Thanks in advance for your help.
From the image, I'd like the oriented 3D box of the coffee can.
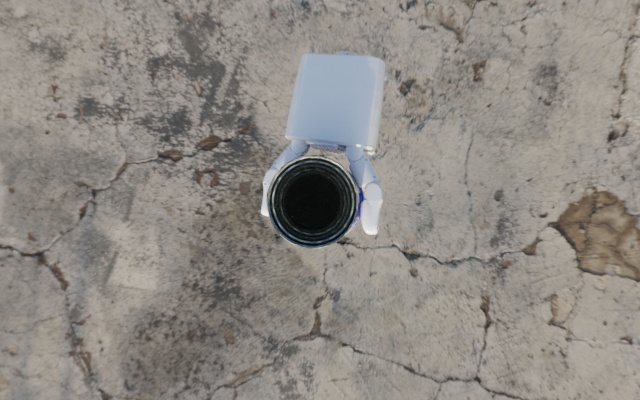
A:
[{"bbox_3d":[0.000,0.002,0.587,0.103,0.103,0.140,0,0,7],"label":"coffee can"}]
